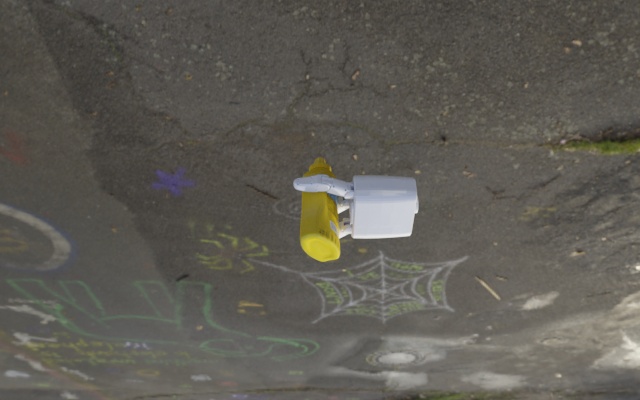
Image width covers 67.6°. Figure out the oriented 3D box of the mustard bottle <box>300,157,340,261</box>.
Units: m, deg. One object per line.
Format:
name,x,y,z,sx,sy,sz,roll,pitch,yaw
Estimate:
mustard bottle,0.000,0.003,0.840,0.058,0.191,0.096,-15,-37,20
